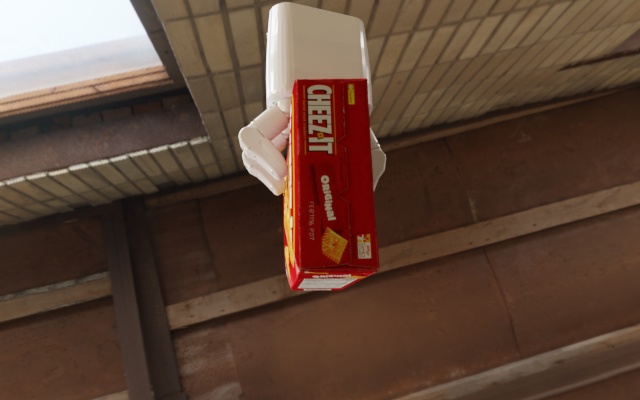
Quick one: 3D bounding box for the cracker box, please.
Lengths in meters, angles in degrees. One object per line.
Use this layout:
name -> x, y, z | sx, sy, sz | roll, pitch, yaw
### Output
cracker box -> 0.000, 0.002, 0.479 | 0.072, 0.164, 0.214 | -1, -14, -5
